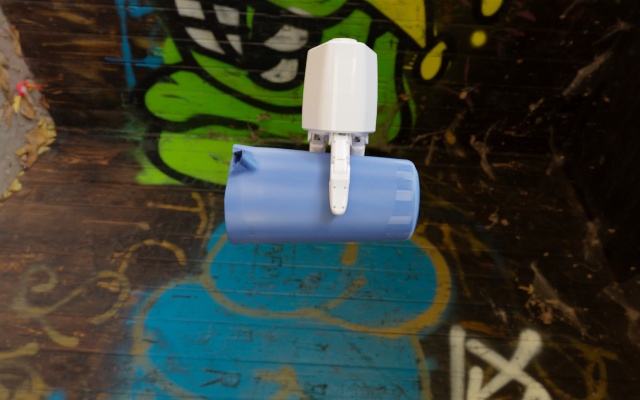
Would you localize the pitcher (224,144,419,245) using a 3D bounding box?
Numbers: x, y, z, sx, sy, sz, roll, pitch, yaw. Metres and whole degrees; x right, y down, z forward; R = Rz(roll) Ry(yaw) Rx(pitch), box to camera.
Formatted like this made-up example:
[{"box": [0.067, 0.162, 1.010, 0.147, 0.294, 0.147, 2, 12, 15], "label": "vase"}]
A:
[{"box": [0.000, 0.002, 0.640, 0.243, 0.145, 0.149, 2, 8, 0], "label": "pitcher"}]
